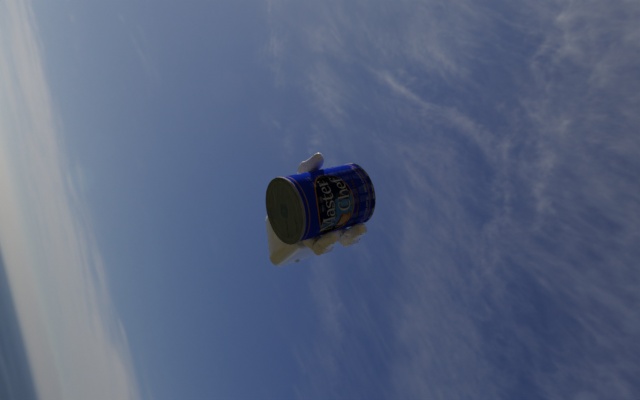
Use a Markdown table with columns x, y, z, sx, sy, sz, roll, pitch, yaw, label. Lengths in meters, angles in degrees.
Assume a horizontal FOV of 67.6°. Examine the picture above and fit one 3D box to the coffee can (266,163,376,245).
| x | y | z | sx | sy | sz | roll | pitch | yaw | label |
| --- | --- | --- | --- | --- | --- | --- | --- | --- | --- |
| 0.000 | 0.002 | 0.746 | 0.140 | 0.103 | 0.103 | -14 | 8 | -34 | coffee can |
